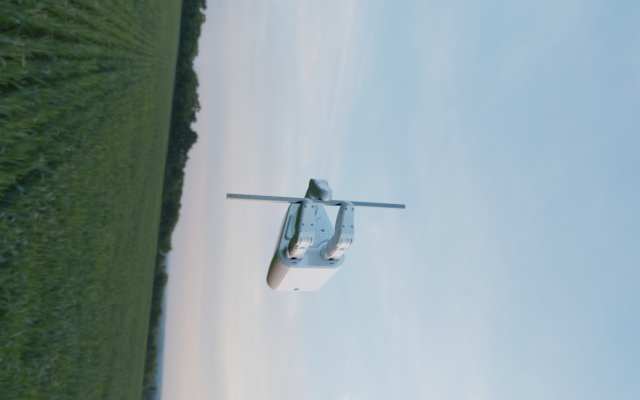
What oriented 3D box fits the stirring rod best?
[{"bbox_3d":[0.000,0.002,0.619,0.239,0.011,0.011,4,-1,-17],"label":"stirring rod"}]
